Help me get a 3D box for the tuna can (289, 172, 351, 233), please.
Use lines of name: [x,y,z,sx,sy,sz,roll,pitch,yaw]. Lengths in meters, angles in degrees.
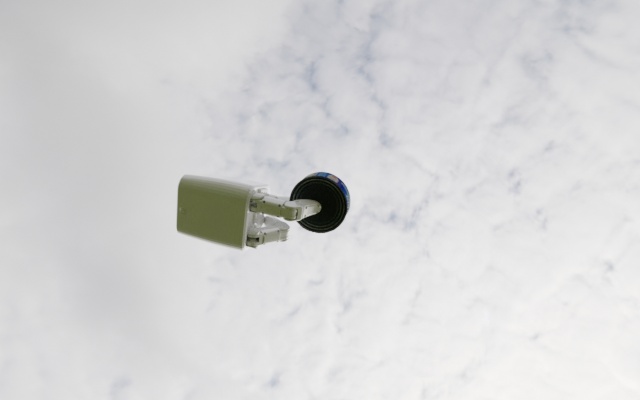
tuna can: [0.000,0.002,0.695,0.086,0.086,0.033,0,17,15]
